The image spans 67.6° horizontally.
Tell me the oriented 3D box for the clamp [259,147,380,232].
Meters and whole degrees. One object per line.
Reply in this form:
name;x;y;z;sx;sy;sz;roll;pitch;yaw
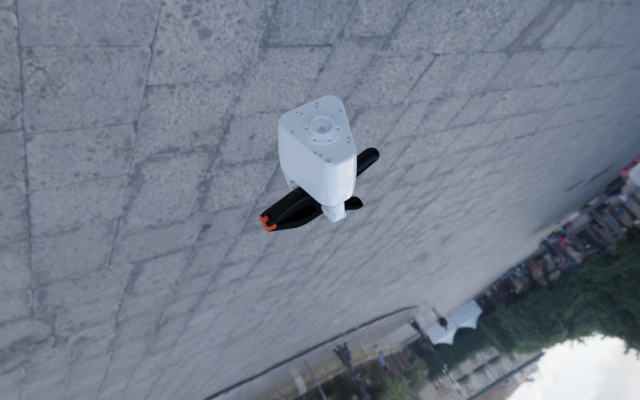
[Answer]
clamp;0.000;0.003;0.794;0.210;0.036;0.165;-26;-27;-13
